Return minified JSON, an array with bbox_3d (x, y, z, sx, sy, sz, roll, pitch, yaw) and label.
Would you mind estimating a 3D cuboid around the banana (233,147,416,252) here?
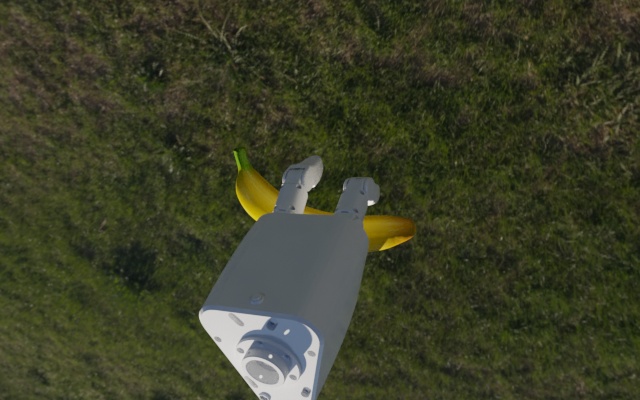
[{"bbox_3d":[-0.008,0.015,0.475,0.198,0.070,0.037,23,35,8],"label":"banana"}]
